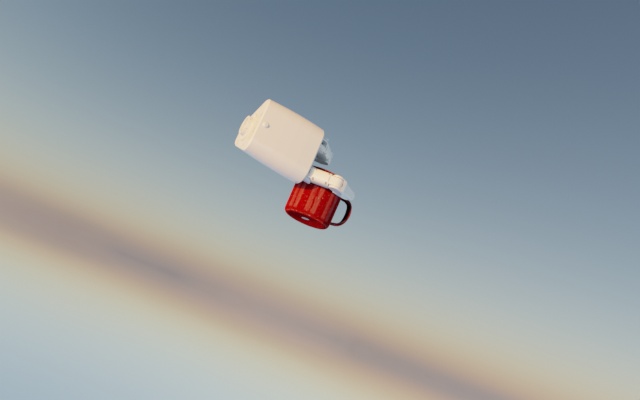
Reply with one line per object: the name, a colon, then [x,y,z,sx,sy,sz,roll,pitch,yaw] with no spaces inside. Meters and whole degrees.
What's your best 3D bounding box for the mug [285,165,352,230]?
mug: [0.001,0.004,0.814,0.117,0.081,0.093,30,-16,-21]
